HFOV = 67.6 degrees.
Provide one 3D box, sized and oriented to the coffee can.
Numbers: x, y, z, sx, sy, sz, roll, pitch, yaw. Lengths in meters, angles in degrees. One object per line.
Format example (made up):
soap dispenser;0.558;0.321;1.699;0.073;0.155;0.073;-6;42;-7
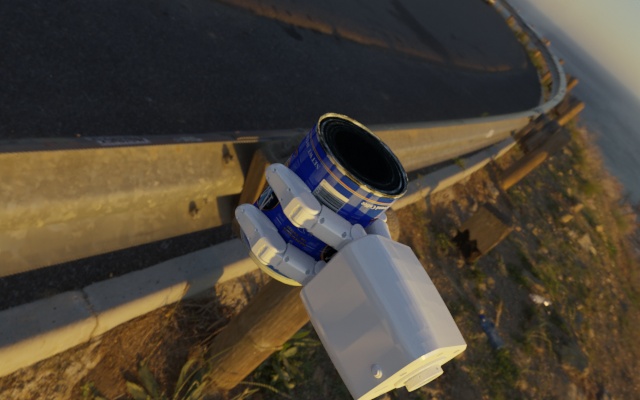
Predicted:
coffee can;0.000;0.001;0.464;0.103;0.102;0.140;0;-39;-47
